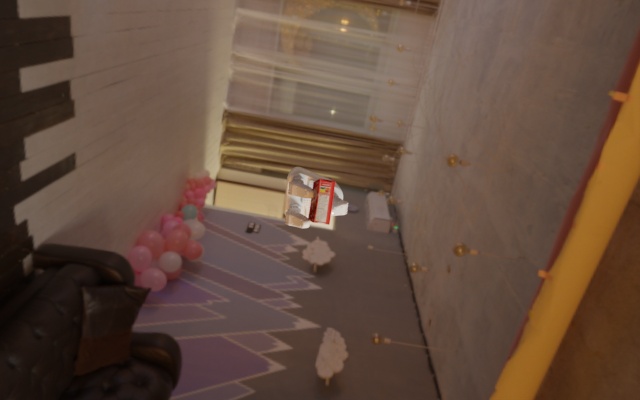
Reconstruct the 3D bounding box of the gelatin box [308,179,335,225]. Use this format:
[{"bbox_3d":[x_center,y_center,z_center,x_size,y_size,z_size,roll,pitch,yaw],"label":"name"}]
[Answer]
[{"bbox_3d":[0.001,0.003,0.816,0.030,0.073,0.089,9,-2,-8],"label":"gelatin box"}]
